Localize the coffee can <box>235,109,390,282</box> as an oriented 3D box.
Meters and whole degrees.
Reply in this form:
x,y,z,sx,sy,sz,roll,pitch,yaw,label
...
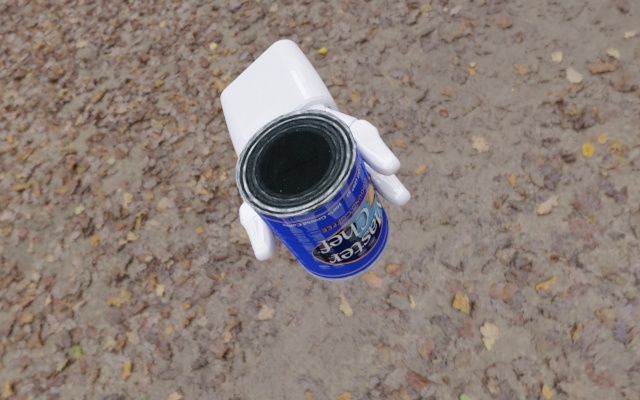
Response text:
x,y,z,sx,sy,sz,roll,pitch,yaw,label
0.000,0.002,0.435,0.103,0.102,0.140,0,-29,20,coffee can
